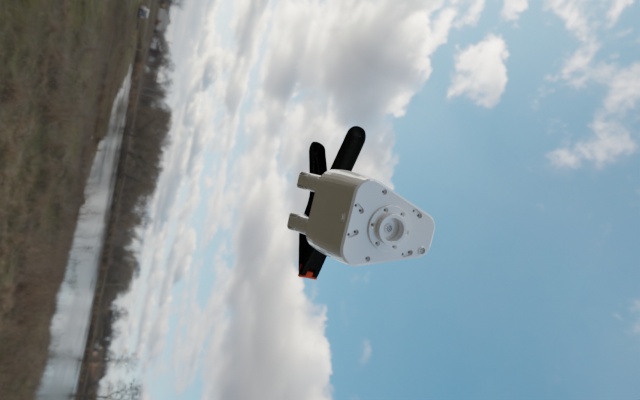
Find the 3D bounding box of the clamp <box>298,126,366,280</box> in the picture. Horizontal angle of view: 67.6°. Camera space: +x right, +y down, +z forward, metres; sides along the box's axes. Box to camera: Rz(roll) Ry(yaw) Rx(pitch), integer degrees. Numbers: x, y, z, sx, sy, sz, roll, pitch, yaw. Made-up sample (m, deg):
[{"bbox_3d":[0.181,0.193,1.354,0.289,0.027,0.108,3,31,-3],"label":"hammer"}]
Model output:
[{"bbox_3d":[0.001,0.003,0.668,0.036,0.210,0.164,13,2,-19],"label":"clamp"}]
